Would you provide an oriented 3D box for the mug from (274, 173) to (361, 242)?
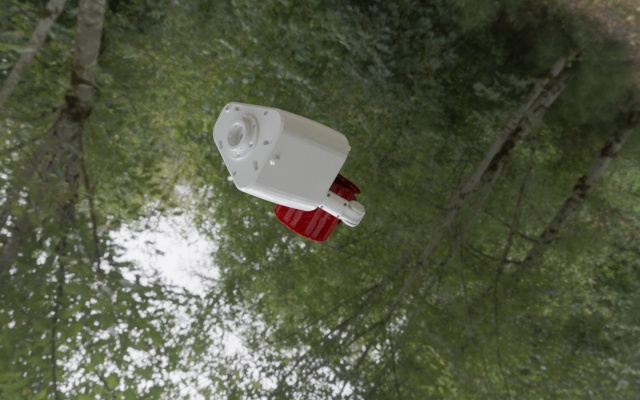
[{"bbox_3d":[0.001,0.003,0.632,0.117,0.081,0.093,18,17,-46],"label":"mug"}]
